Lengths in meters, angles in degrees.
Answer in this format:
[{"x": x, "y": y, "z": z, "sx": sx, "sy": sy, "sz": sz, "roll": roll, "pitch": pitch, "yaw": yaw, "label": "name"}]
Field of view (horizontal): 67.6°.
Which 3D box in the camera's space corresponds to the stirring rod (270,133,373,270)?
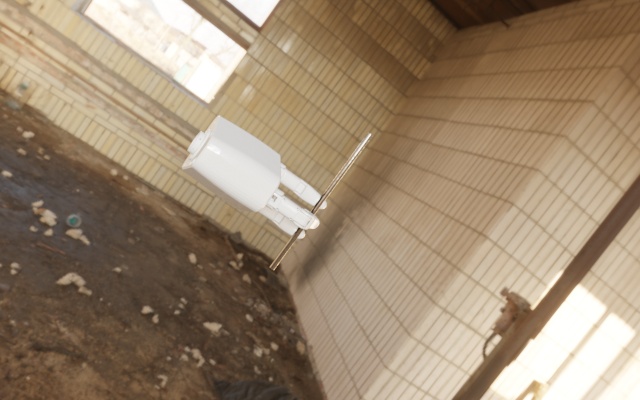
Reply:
[{"x": 0.000, "y": 0.002, "z": 0.688, "sx": 0.011, "sy": 0.239, "sz": 0.011, "roll": 36, "pitch": 4, "yaw": -3, "label": "stirring rod"}]
